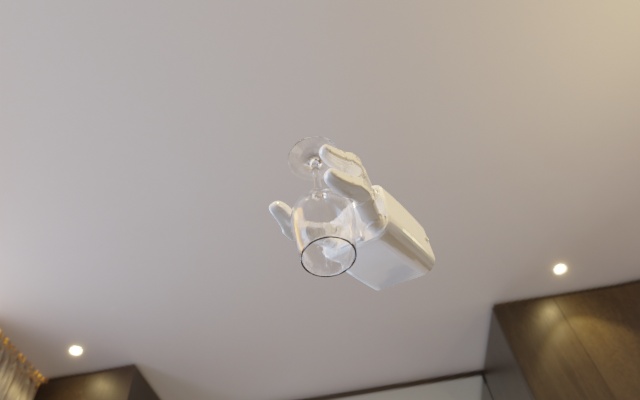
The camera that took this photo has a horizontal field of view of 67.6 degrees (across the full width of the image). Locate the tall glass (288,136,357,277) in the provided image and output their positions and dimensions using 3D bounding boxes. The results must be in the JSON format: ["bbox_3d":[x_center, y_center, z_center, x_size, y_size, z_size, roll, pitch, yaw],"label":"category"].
[{"bbox_3d":[0.000,0.001,0.596,0.079,0.079,0.201,0,37,-6],"label":"tall glass"}]
